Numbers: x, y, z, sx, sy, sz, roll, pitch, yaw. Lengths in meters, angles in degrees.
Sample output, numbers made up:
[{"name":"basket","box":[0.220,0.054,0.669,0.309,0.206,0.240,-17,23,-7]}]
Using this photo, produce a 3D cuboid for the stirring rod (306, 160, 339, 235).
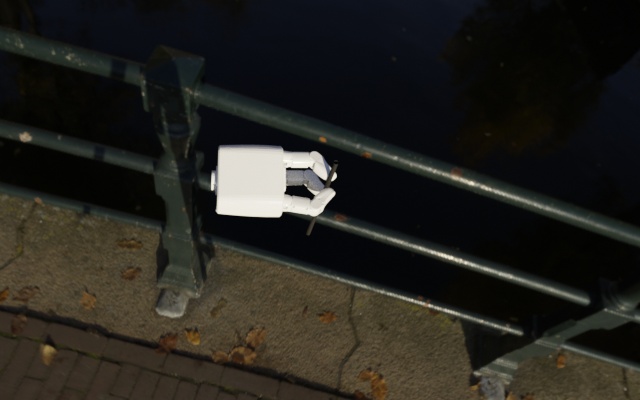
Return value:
[{"name":"stirring rod","box":[0.000,0.003,0.856,0.011,0.011,0.240,0,-32,-14]}]
